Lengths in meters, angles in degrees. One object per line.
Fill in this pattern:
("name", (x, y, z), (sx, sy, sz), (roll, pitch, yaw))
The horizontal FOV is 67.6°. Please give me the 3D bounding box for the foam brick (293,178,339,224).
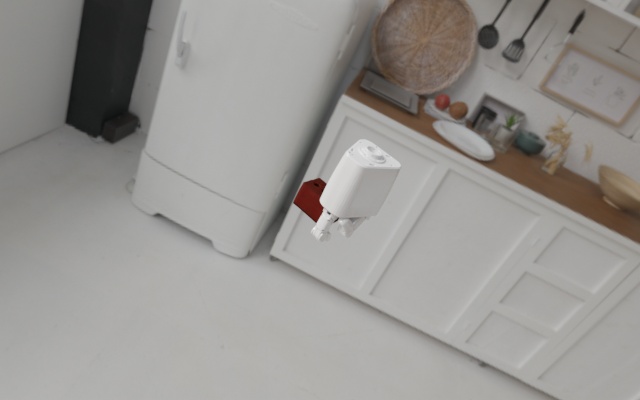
("foam brick", (0.000, 0.003, 0.879), (0.078, 0.051, 0.053), (40, 33, 23))
